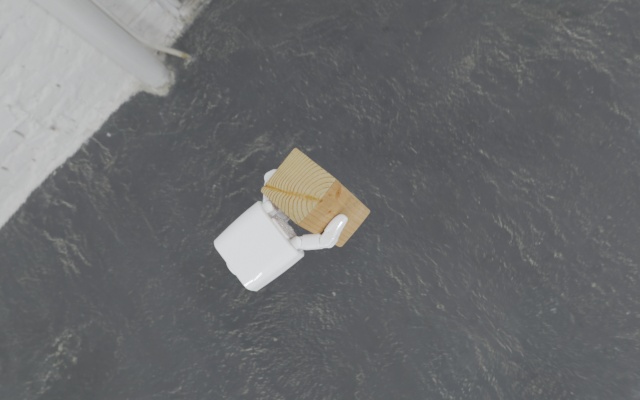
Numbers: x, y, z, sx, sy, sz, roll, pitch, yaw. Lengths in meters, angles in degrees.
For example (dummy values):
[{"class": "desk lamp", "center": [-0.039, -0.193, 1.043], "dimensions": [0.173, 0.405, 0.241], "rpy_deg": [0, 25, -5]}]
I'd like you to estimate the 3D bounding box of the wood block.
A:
[{"class": "wood block", "center": [0.000, 0.003, 0.807], "dimensions": [0.090, 0.090, 0.206], "rpy_deg": [40, 2, 25]}]
